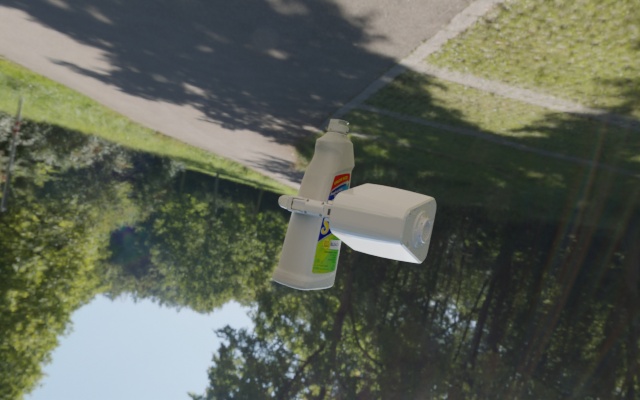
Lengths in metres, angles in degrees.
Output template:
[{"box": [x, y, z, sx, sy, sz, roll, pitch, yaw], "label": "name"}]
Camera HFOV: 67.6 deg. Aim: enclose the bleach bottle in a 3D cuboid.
[{"box": [0.000, 0.002, 0.714, 0.068, 0.251, 0.102, 12, 1, 33], "label": "bleach bottle"}]
